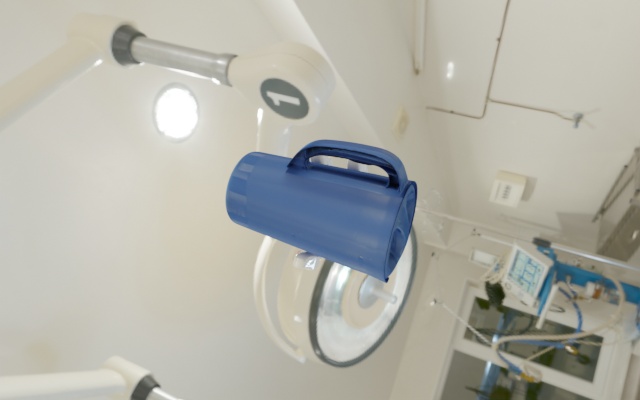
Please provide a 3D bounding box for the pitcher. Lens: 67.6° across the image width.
[{"bbox_3d":[0.000,0.002,0.636,0.243,0.149,0.145,16,-7,19],"label":"pitcher"}]
